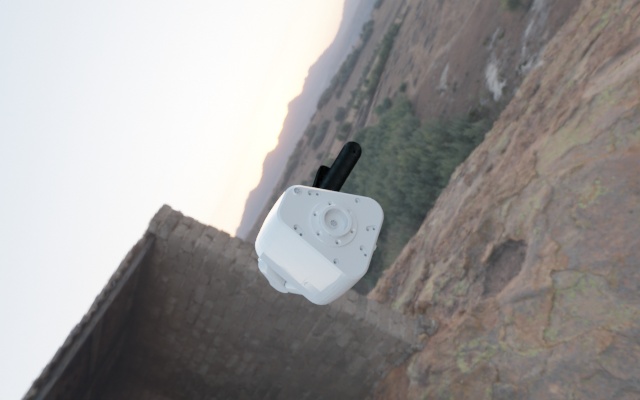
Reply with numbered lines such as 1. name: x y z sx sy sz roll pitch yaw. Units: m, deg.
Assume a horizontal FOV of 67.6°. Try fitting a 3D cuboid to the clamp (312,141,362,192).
1. clamp: -0.001 0.002 0.614 0.039 0.171 0.120 25 -29 -7
